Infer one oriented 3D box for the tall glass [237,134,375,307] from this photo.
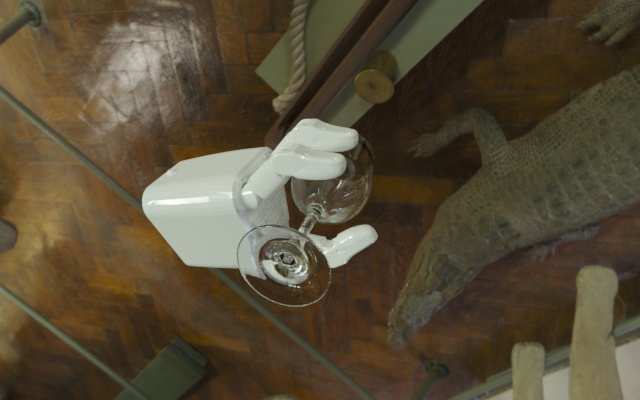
[{"bbox_3d":[0.000,0.002,0.433,0.079,0.079,0.201,0,29,19],"label":"tall glass"}]
